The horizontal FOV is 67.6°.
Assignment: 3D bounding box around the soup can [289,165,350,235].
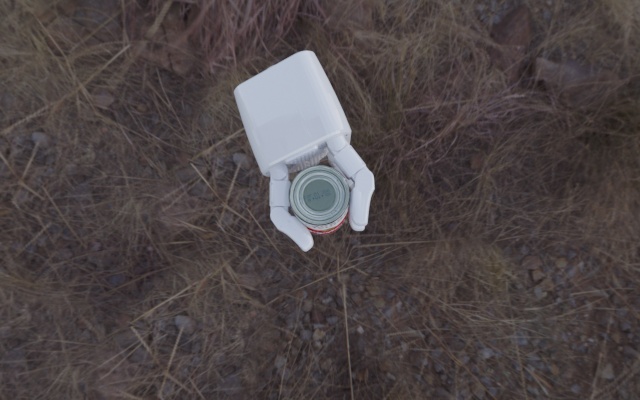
[{"bbox_3d":[0.000,0.002,0.556,0.068,0.068,0.102,0,-10,1],"label":"soup can"}]
